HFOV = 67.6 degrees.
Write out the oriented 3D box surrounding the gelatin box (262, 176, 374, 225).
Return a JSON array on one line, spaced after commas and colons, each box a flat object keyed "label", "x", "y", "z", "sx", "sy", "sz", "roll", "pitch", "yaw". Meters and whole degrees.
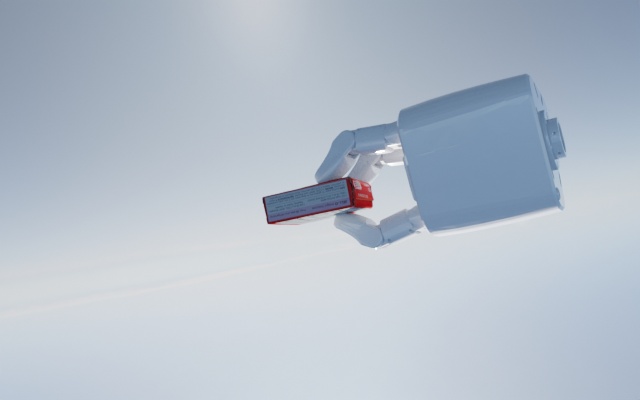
[{"label": "gelatin box", "x": 0.000, "y": 0.002, "z": 0.462, "sx": 0.089, "sy": 0.030, "sz": 0.073, "roll": -13, "pitch": -7, "yaw": 19}]
